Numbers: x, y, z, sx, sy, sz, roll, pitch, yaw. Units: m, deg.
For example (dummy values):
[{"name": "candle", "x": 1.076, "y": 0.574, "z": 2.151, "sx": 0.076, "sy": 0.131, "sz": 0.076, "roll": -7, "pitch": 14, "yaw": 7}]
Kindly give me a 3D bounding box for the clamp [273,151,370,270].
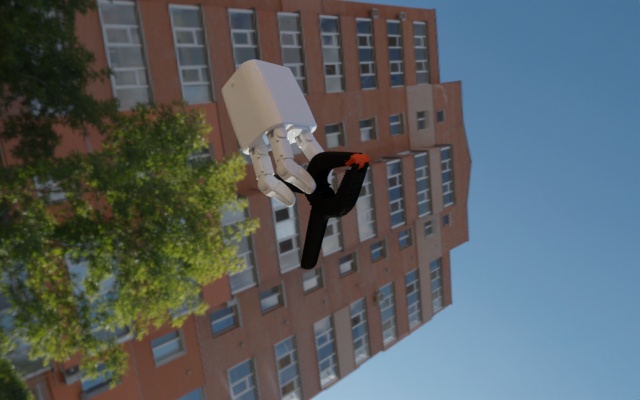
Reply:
[{"name": "clamp", "x": 0.001, "y": 0.002, "z": 0.688, "sx": 0.036, "sy": 0.164, "sz": 0.210, "roll": -14, "pitch": -12, "yaw": -42}]
